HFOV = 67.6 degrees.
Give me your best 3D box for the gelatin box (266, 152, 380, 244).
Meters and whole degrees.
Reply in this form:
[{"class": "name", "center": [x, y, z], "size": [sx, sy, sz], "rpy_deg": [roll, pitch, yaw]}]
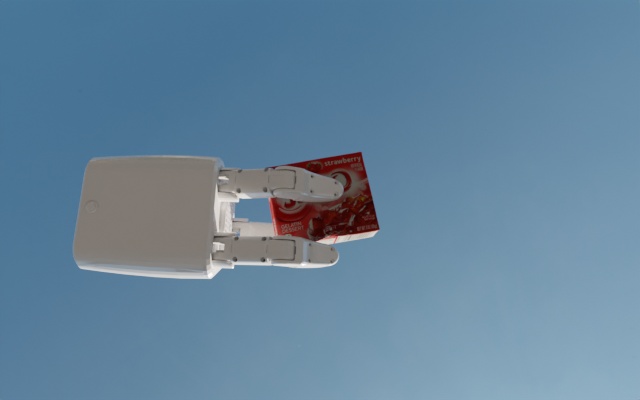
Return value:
[{"class": "gelatin box", "center": [0.000, 0.001, 0.419], "size": [0.089, 0.073, 0.030], "rpy_deg": [-9, -14, -9]}]
